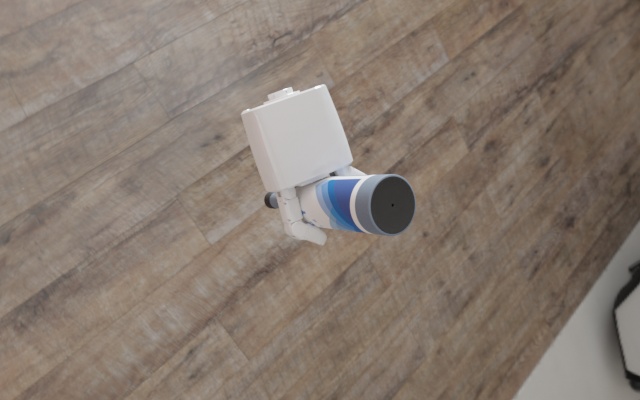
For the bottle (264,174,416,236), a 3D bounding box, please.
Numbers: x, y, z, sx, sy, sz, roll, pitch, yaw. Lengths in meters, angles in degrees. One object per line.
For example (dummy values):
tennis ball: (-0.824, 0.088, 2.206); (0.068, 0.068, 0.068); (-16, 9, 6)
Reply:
bottle: (0.000, 0.002, 0.634); (0.069, 0.069, 0.295); (0, 1, -32)
